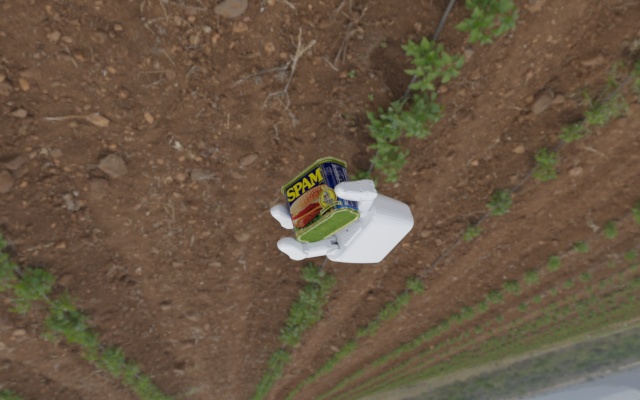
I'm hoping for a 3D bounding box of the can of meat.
[{"bbox_3d":[0.000,0.002,0.668,0.102,0.084,0.057,-34,-31,32],"label":"can of meat"}]
